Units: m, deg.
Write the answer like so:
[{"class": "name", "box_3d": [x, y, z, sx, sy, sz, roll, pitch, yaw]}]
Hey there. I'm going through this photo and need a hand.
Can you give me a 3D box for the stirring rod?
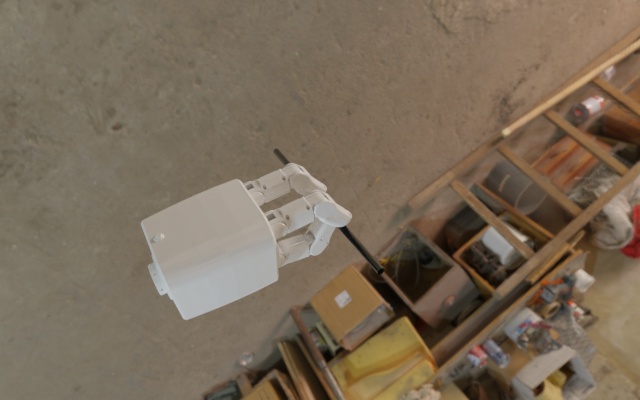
[{"class": "stirring rod", "box_3d": [0.000, 0.002, 0.536, 0.011, 0.011, 0.239, 0, 33, -35]}]
